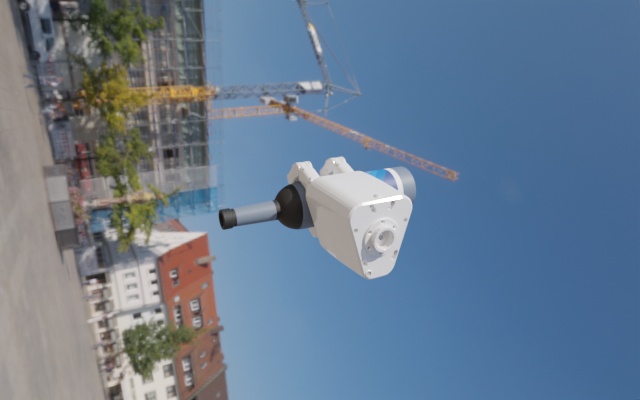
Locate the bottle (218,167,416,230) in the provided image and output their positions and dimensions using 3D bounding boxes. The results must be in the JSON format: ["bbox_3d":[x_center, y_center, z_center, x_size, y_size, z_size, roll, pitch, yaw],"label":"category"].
[{"bbox_3d":[0.000,0.002,0.691,0.295,0.069,0.069,-10,4,-26],"label":"bottle"}]
